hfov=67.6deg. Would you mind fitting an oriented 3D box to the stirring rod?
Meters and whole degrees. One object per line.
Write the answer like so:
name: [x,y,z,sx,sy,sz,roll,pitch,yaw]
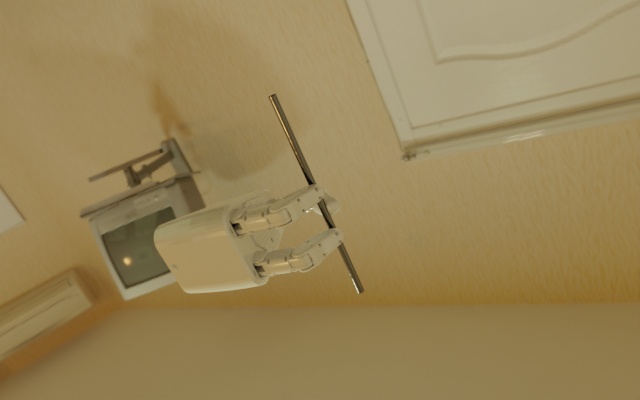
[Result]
stirring rod: [0.000,0.002,0.500,0.011,0.240,0.011,-21,22,9]
